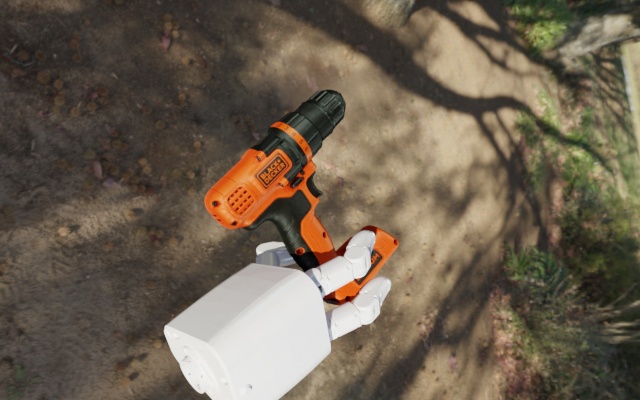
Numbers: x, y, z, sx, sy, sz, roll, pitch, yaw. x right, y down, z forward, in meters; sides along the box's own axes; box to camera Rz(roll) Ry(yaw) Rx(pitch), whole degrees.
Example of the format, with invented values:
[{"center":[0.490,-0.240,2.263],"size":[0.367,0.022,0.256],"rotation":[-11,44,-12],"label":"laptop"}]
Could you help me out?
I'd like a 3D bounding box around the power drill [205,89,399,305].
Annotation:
[{"center":[0.000,0.002,0.502],"size":[0.184,0.188,0.057],"rotation":[-46,20,-17],"label":"power drill"}]
